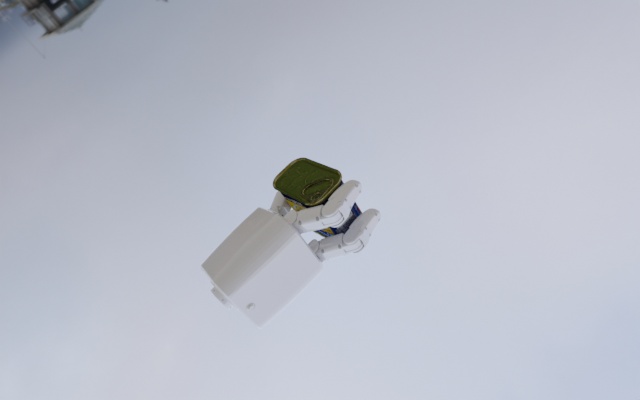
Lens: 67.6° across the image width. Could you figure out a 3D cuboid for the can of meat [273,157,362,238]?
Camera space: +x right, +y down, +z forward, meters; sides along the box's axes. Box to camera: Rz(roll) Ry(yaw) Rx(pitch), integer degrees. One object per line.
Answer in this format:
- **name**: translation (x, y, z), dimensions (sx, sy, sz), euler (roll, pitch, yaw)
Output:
- **can of meat**: translation (0.000, 0.002, 0.599), dimensions (0.102, 0.057, 0.084), euler (25, -25, 49)
